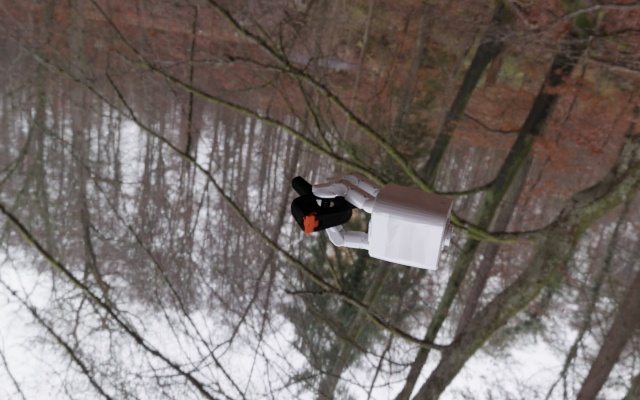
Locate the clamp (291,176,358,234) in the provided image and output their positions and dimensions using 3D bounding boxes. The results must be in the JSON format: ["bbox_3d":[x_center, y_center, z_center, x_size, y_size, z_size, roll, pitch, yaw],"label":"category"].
[{"bbox_3d":[0.000,0.003,0.764,0.164,0.036,0.210,10,19,18],"label":"clamp"}]
